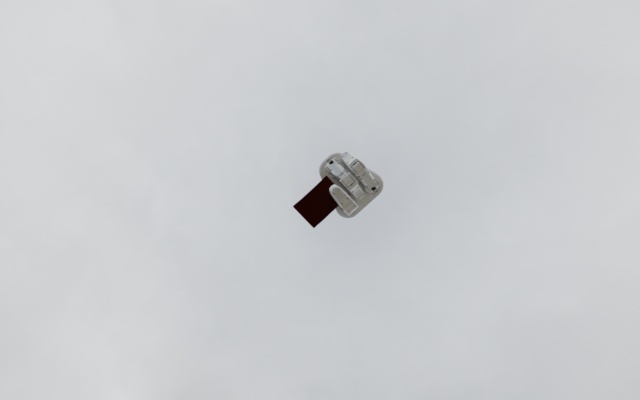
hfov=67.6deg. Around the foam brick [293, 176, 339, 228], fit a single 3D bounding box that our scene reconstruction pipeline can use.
[{"bbox_3d":[0.000,0.003,0.814,0.078,0.053,0.051,-42,-1,1],"label":"foam brick"}]
